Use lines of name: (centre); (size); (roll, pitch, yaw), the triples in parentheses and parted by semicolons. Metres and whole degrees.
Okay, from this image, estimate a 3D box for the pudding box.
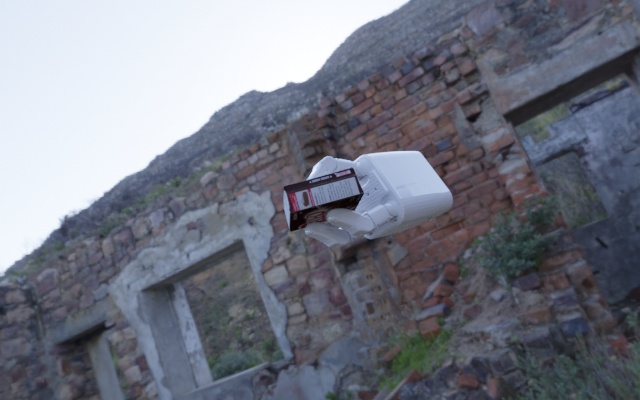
pudding box: (0.000, 0.002, 0.597); (0.090, 0.039, 0.113); (-16, -15, -7)
